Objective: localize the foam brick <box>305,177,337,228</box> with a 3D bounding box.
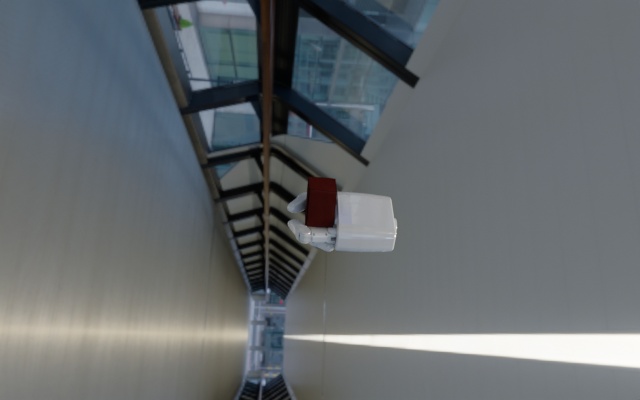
[{"bbox_3d":[0.000,0.003,0.858,0.051,0.078,0.053,4,29,-3],"label":"foam brick"}]
